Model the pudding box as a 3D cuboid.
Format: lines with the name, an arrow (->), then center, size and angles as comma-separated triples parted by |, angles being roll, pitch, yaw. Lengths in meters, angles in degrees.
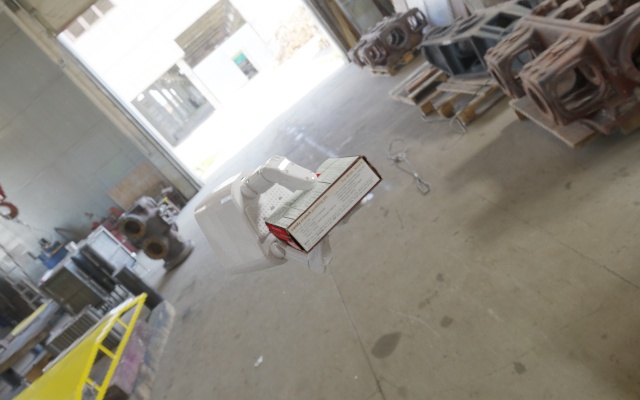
pudding box -> 0.000, 0.002, 0.506 | 0.113, 0.039, 0.090 | -46, 17, -12
